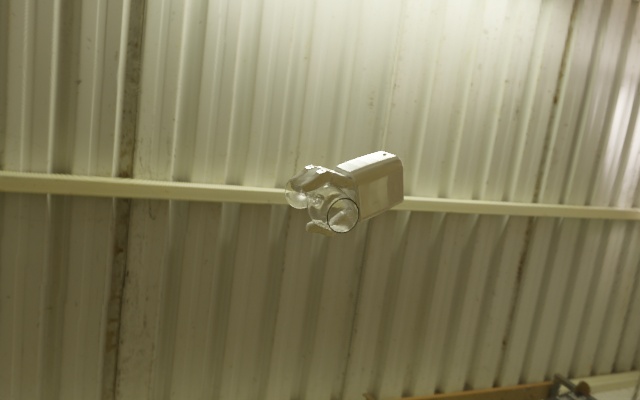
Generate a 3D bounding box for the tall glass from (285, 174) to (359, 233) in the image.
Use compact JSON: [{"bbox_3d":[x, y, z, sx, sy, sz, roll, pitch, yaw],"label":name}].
[{"bbox_3d":[0.000,0.003,0.896,0.079,0.079,0.201,0,14,-23],"label":"tall glass"}]
